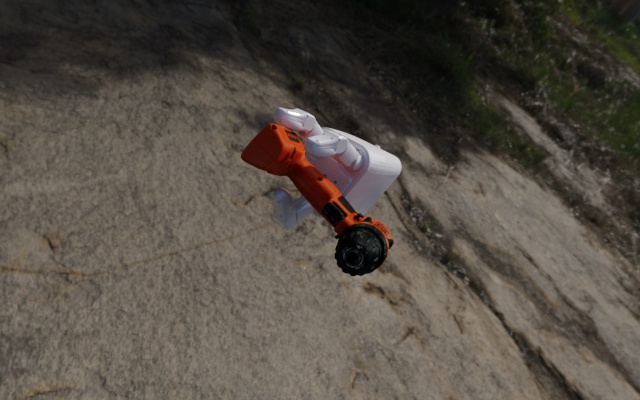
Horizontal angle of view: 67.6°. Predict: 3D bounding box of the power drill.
[{"bbox_3d":[0.000,0.001,0.520,0.057,0.187,0.184,-44,-8,7],"label":"power drill"}]
